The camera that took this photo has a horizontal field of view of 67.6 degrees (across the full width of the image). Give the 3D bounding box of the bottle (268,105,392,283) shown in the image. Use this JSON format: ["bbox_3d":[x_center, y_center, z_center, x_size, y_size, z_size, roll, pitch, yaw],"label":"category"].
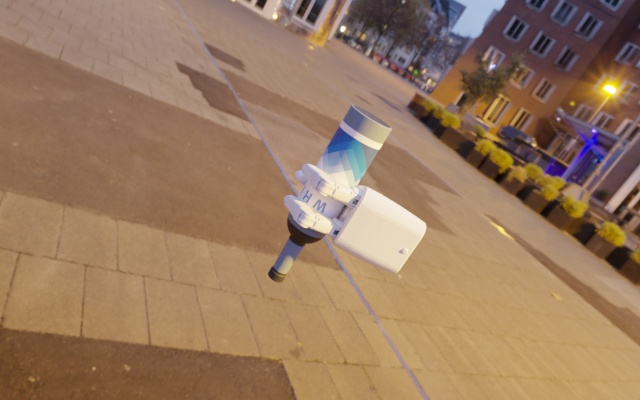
[{"bbox_3d":[0.000,0.002,0.716,0.069,0.296,0.069,28,18,-10],"label":"bottle"}]
